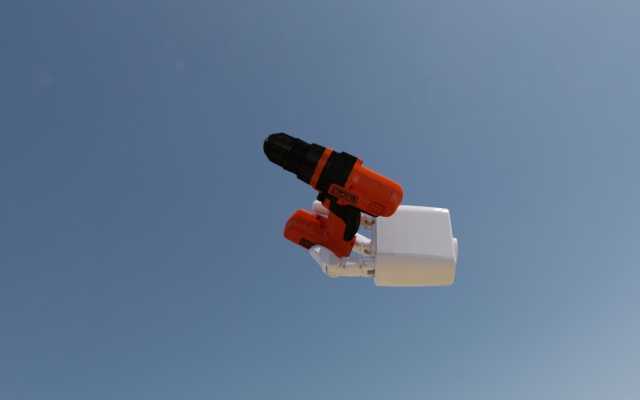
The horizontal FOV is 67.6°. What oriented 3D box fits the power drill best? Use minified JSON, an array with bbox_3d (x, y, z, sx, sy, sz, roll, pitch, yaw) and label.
[{"bbox_3d":[0.000,0.002,0.645,0.184,0.057,0.188,27,-33,4],"label":"power drill"}]
